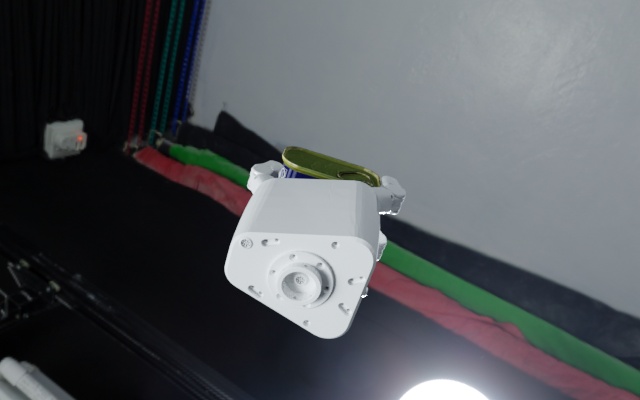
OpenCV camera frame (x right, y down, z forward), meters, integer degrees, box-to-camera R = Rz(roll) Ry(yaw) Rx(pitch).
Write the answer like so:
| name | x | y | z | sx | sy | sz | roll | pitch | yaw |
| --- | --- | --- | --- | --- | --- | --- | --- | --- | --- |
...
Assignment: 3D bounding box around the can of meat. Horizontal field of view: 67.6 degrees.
| name | x | y | z | sx | sy | sz | roll | pitch | yaw |
| --- | --- | --- | --- | --- | --- | --- | --- | --- | --- |
| can of meat | 0.000 | 0.002 | 0.495 | 0.102 | 0.084 | 0.057 | 17 | 23 | -4 |
